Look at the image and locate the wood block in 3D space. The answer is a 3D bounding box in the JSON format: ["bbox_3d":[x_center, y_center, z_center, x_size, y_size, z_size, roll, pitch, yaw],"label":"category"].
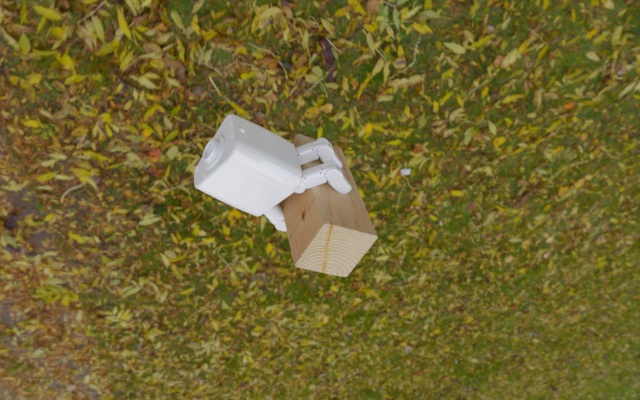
[{"bbox_3d":[0.000,0.003,0.726,0.090,0.091,0.206,16,36,-28],"label":"wood block"}]
